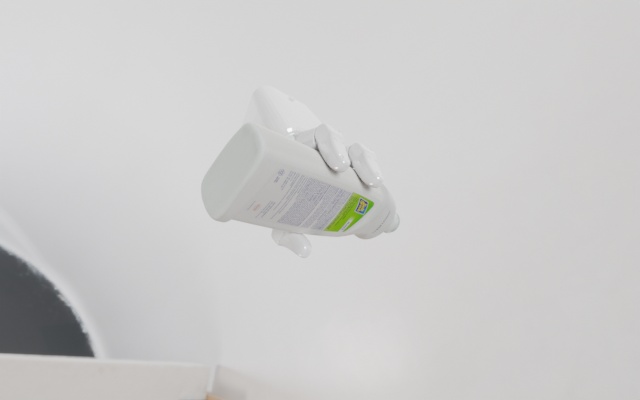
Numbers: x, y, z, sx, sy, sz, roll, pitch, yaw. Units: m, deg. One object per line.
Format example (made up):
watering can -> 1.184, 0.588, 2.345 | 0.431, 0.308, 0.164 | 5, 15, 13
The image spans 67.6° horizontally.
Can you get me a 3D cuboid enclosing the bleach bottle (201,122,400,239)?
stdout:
bleach bottle -> 0.000, 0.002, 0.539 | 0.251, 0.102, 0.068 | 21, 29, -42
